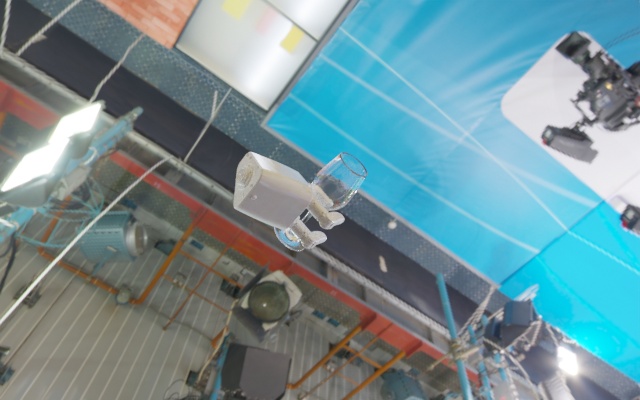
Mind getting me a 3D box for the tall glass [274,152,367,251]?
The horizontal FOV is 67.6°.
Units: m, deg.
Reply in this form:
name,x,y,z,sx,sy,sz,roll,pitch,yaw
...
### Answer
name,x,y,z,sx,sy,sz,roll,pitch,yaw
tall glass,0.000,0.003,0.885,0.201,0.079,0.079,-48,-26,26
